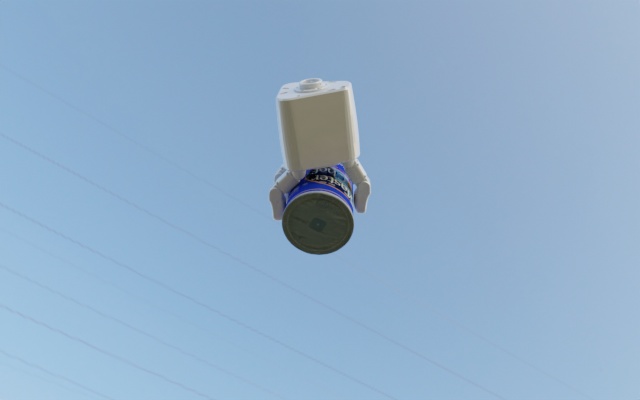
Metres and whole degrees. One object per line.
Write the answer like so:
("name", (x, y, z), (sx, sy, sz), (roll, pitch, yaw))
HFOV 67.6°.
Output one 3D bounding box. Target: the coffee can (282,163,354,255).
("coffee can", (0.000, 0.003, 0.734), (0.103, 0.103, 0.140), (0, 28, 4))
